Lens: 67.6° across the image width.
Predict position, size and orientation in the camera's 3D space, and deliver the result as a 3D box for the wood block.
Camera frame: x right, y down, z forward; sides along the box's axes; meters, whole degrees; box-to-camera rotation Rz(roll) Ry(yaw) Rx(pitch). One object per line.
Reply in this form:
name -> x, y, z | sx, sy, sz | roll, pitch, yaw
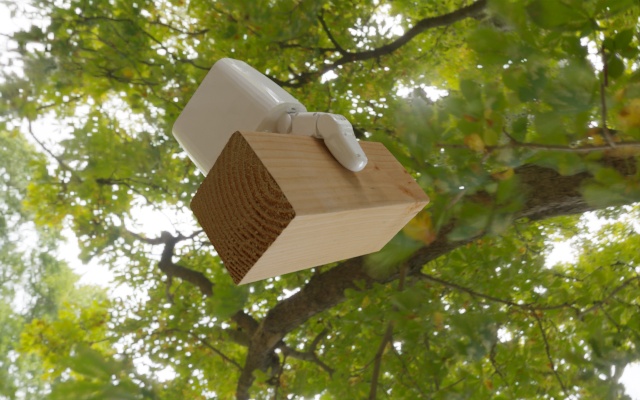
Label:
wood block -> 0.000, 0.001, 0.446 | 0.206, 0.090, 0.091 | -5, -38, -51
